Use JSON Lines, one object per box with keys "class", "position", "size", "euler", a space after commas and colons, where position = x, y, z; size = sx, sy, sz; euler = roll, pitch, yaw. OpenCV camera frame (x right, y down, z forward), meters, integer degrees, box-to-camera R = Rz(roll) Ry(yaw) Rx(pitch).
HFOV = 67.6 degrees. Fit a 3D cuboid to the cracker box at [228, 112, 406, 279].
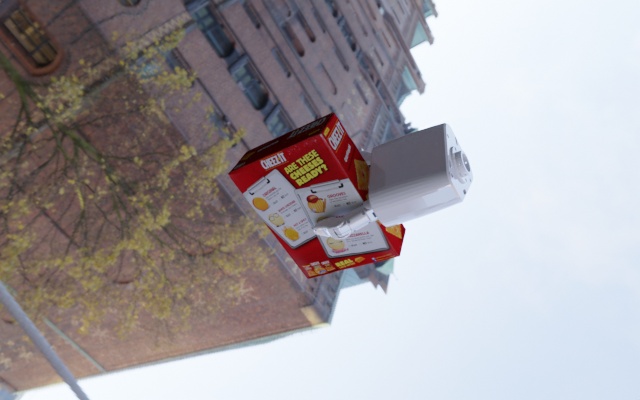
{"class": "cracker box", "position": [0.000, 0.002, 0.682], "size": [0.164, 0.214, 0.072], "euler": [-19, 28, 31]}
